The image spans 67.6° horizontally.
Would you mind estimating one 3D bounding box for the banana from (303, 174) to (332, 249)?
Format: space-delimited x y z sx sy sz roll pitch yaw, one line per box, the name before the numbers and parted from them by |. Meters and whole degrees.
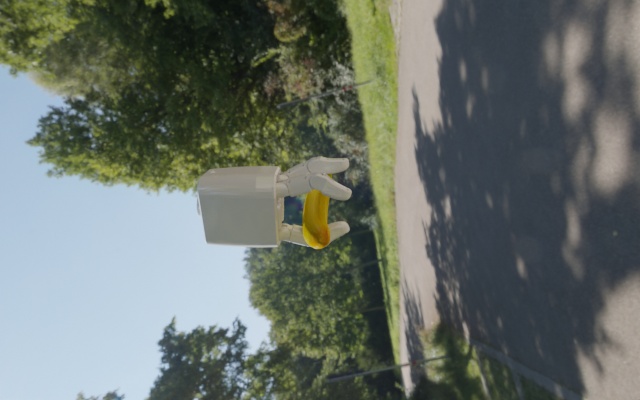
banana | -0.004 0.015 0.677 0.037 0.070 0.197 12 35 -6
